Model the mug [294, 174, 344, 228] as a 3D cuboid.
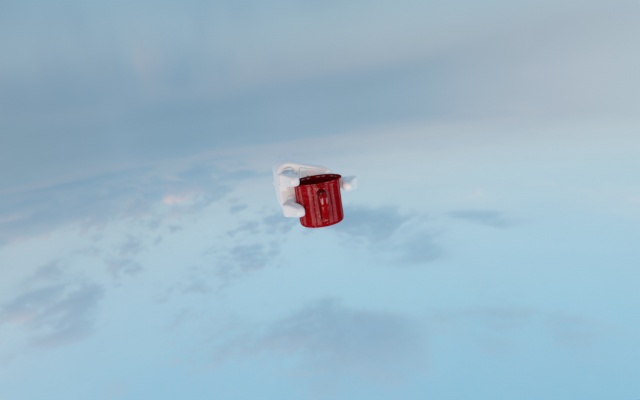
[{"bbox_3d":[0.001,0.003,0.853,0.093,0.081,0.117,-11,13,-10],"label":"mug"}]
